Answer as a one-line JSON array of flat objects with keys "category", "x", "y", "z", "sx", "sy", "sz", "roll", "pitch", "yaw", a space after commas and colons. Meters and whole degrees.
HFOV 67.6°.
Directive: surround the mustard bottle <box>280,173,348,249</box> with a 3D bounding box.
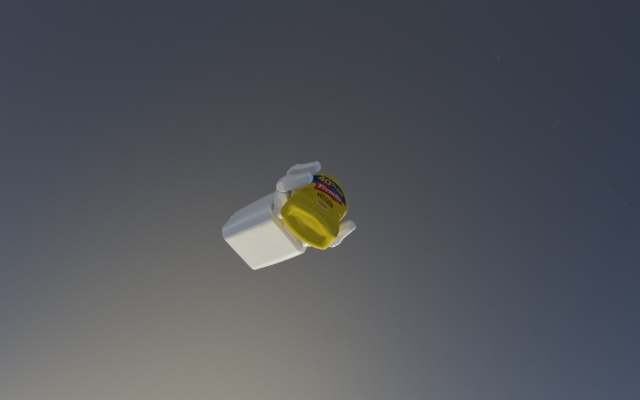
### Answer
[{"category": "mustard bottle", "x": 0.000, "y": 0.003, "z": 0.814, "sx": 0.096, "sy": 0.058, "sz": 0.191, "roll": 39, "pitch": 26, "yaw": -5}]
